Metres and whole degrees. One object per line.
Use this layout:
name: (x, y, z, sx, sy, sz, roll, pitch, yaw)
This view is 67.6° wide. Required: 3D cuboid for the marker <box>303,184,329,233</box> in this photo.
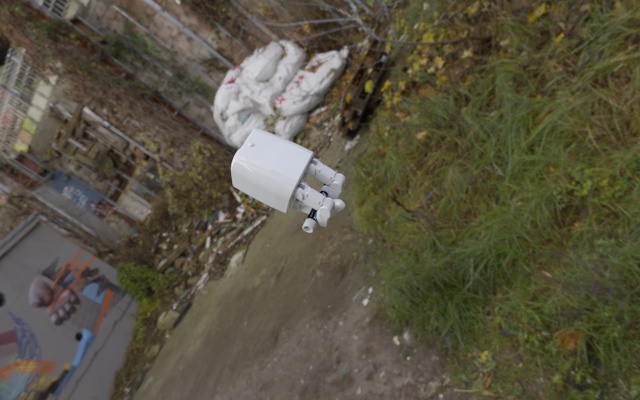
marker: (0.000, 0.003, 0.802, 0.020, 0.121, 0.020, 16, -38, 13)
